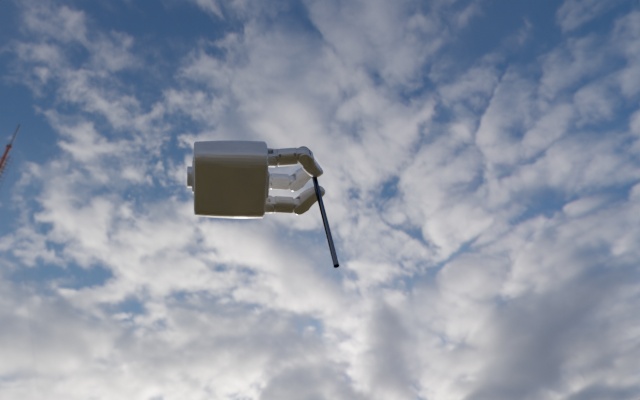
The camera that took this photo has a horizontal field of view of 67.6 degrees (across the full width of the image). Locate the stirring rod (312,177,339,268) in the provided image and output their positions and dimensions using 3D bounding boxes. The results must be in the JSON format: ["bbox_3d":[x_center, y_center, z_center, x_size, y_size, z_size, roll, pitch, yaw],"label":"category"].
[{"bbox_3d":[0.000,0.002,0.706,0.011,0.011,0.239,0,44,-14],"label":"stirring rod"}]
